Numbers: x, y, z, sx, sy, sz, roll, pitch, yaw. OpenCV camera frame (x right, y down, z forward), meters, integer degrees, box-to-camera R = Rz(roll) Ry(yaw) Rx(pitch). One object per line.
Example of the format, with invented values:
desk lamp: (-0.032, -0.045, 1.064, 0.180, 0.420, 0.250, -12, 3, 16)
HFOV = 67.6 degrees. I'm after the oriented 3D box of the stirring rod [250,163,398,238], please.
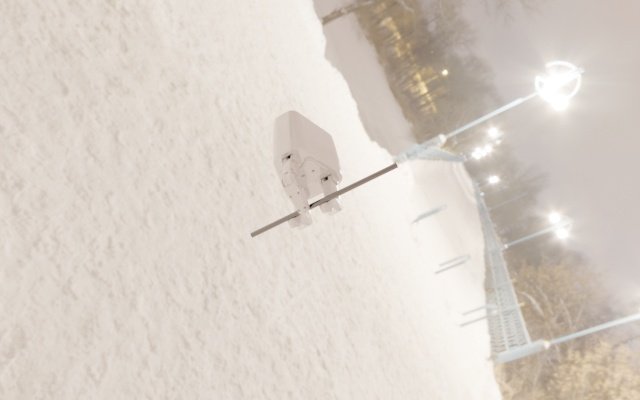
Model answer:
stirring rod: (0.000, 0.002, 0.682, 0.239, 0.011, 0.011, -26, -8, 17)
